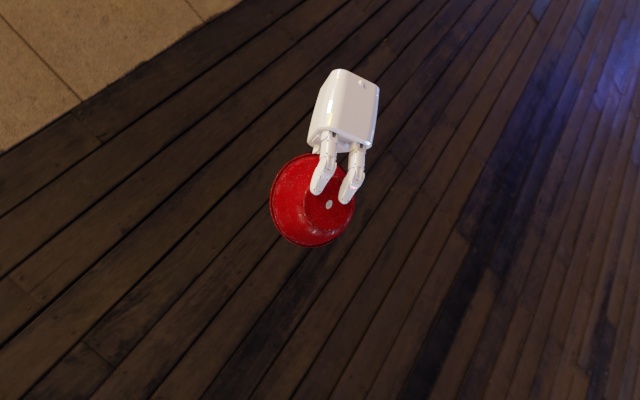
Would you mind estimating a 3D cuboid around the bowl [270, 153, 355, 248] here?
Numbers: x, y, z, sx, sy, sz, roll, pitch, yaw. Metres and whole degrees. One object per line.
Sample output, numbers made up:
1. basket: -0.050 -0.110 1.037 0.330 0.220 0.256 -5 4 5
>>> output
1. bowl: 0.000 0.004 0.792 0.162 0.162 0.055 0 4 -29
